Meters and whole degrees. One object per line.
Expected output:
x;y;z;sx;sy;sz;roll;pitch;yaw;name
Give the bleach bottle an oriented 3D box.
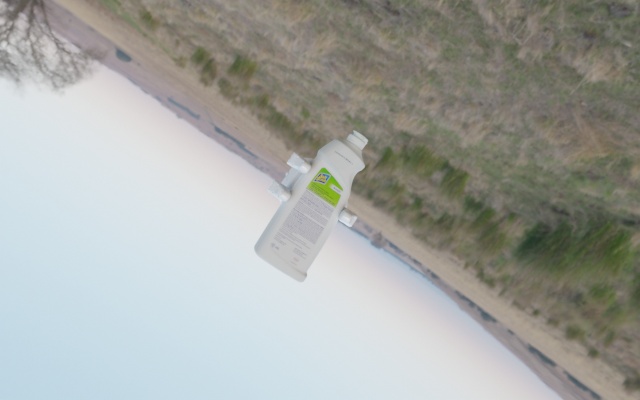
0.000;0.003;0.775;0.102;0.251;0.068;34;2;-14;bleach bottle
